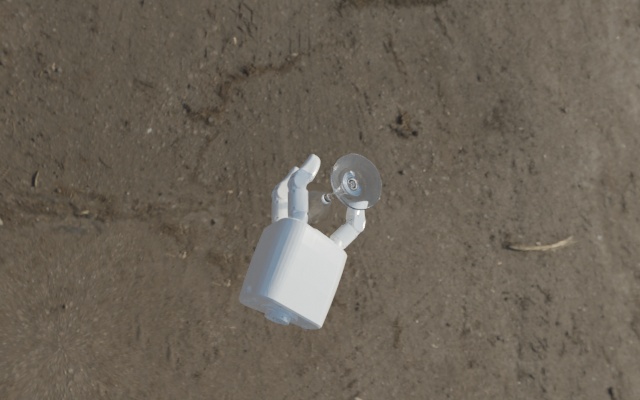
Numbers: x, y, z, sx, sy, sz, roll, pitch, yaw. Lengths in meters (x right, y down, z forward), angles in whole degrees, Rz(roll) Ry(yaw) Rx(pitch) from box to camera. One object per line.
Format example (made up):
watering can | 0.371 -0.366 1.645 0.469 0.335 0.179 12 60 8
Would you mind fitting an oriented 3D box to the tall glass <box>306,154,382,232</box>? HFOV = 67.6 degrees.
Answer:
tall glass | 0.001 0.002 0.682 0.079 0.079 0.201 0 -15 -28
